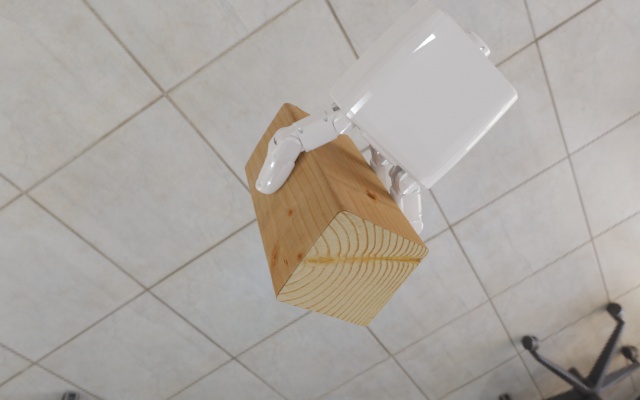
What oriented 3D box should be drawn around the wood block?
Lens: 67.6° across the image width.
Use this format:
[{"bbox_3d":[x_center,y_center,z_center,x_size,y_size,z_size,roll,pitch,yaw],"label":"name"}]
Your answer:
[{"bbox_3d":[0.000,0.001,0.440,0.091,0.090,0.206,24,22,-28],"label":"wood block"}]
